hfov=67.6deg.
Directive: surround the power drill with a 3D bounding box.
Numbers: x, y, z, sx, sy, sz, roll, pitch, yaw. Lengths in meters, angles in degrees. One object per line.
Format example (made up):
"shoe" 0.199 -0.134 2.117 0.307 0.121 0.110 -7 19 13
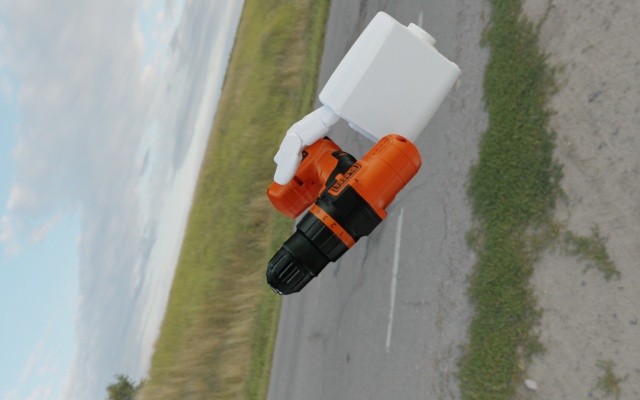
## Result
"power drill" 0.000 0.001 0.502 0.057 0.184 0.187 48 -5 -22
